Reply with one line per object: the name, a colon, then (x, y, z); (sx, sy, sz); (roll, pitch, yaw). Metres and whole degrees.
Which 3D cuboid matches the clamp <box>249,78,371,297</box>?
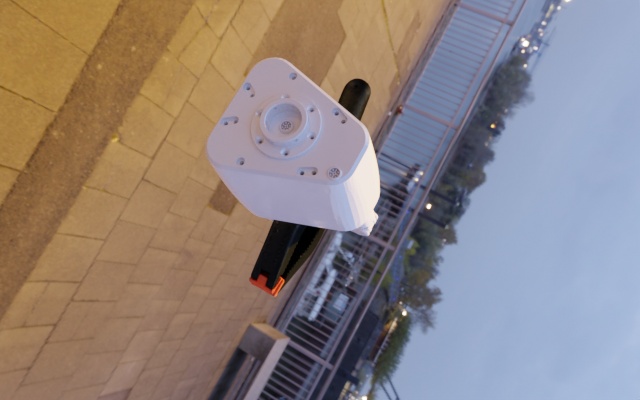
clamp: (0.000, 0.002, 0.487); (0.036, 0.210, 0.165); (26, -12, 18)
